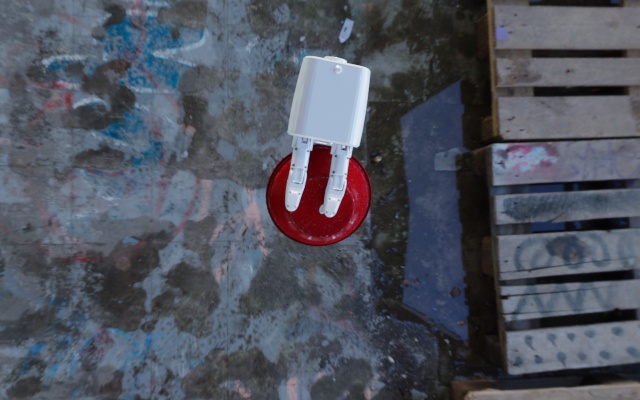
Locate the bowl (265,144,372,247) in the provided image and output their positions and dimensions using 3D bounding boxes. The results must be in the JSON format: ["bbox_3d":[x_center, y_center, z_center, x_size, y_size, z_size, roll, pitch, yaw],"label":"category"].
[{"bbox_3d":[0.000,0.004,0.698,0.162,0.162,0.055,0,18,-5],"label":"bowl"}]
